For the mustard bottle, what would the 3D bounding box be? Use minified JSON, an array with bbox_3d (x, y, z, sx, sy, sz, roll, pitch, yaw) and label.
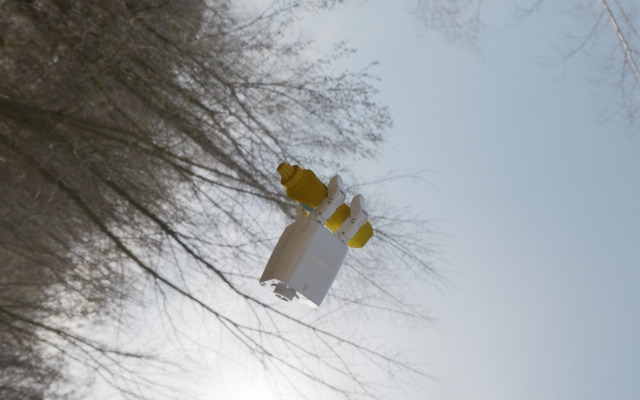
[{"bbox_3d":[0.000,0.002,0.791,0.192,0.058,0.096,41,-2,-28],"label":"mustard bottle"}]
